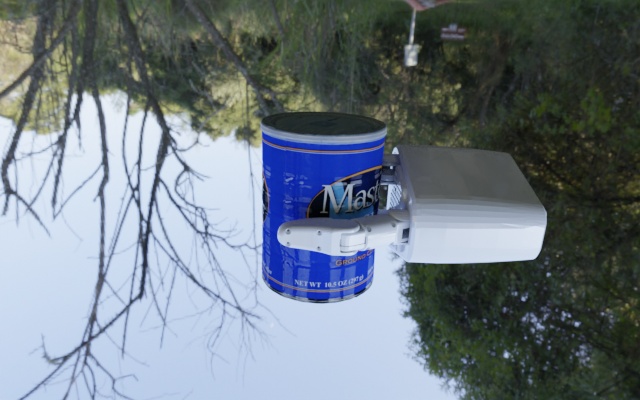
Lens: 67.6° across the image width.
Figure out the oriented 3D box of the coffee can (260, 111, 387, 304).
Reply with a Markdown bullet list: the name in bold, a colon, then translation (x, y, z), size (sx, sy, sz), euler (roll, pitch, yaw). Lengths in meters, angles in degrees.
- **coffee can**: translation (0.000, 0.001, 0.412), size (0.103, 0.140, 0.102), euler (2, 20, -1)
